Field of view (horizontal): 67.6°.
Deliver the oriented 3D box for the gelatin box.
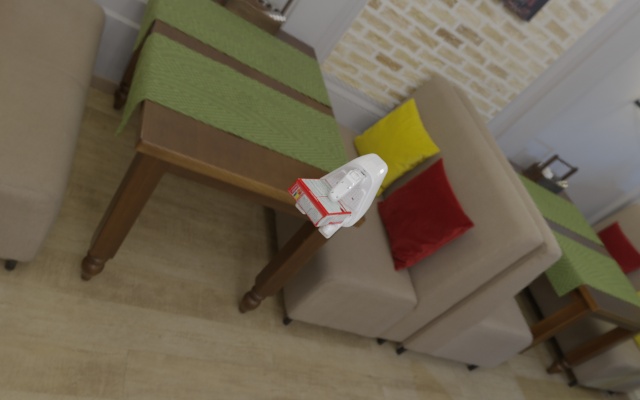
[{"bbox_3d":[0.000,0.002,0.730,0.030,0.073,0.089,-45,-19,21],"label":"gelatin box"}]
